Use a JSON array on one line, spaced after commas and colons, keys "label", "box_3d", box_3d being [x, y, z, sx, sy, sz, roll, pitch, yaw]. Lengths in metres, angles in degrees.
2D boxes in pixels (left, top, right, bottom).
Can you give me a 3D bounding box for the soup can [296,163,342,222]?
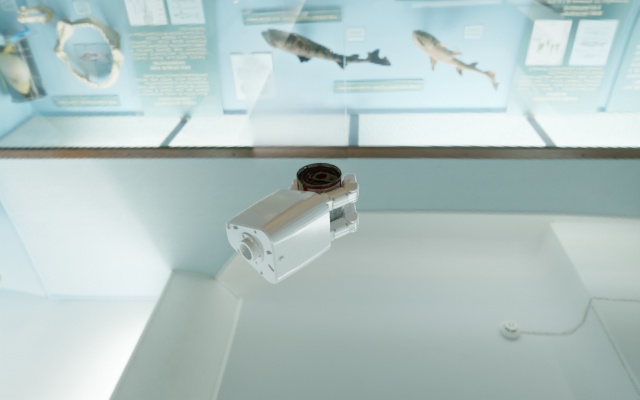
[{"label": "soup can", "box_3d": [0.000, 0.002, 0.737, 0.068, 0.102, 0.068, -2, 33, 2]}]
